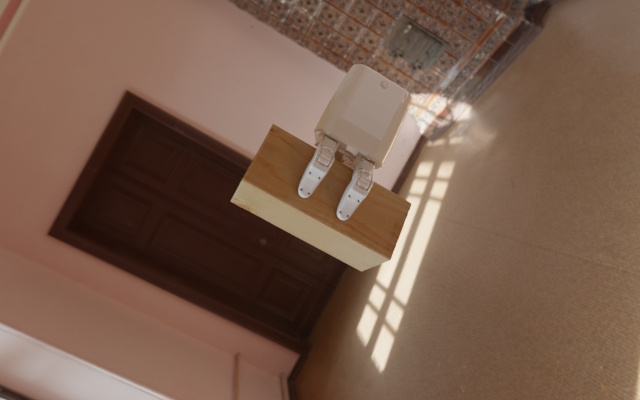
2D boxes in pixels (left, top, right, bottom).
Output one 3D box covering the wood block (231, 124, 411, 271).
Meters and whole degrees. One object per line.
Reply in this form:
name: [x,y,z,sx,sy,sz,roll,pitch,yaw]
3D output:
wood block: [0.000,0.002,0.627,0.206,0.090,0.091,29,-24,-9]
